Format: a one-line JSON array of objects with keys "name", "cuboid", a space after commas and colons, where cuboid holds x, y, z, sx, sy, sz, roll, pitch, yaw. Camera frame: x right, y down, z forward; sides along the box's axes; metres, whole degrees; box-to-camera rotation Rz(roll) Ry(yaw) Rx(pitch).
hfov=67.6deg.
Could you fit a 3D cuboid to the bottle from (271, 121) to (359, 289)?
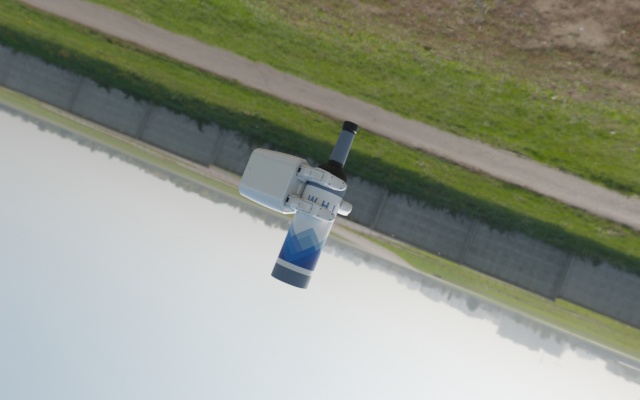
[{"name": "bottle", "cuboid": [0.000, 0.003, 0.822, 0.069, 0.295, 0.069, 22, -4, 2]}]
